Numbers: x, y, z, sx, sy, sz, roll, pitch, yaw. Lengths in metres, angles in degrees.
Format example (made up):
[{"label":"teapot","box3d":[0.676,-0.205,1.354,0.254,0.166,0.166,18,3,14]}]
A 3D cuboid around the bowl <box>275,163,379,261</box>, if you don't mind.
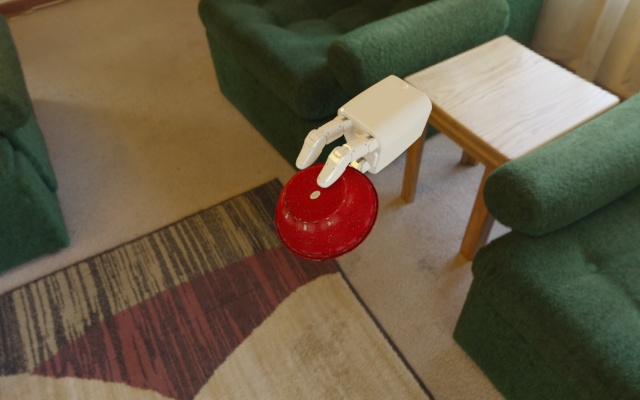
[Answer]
[{"label":"bowl","box3d":[-0.001,0.003,0.689,0.162,0.162,0.055,0,-28,19]}]
